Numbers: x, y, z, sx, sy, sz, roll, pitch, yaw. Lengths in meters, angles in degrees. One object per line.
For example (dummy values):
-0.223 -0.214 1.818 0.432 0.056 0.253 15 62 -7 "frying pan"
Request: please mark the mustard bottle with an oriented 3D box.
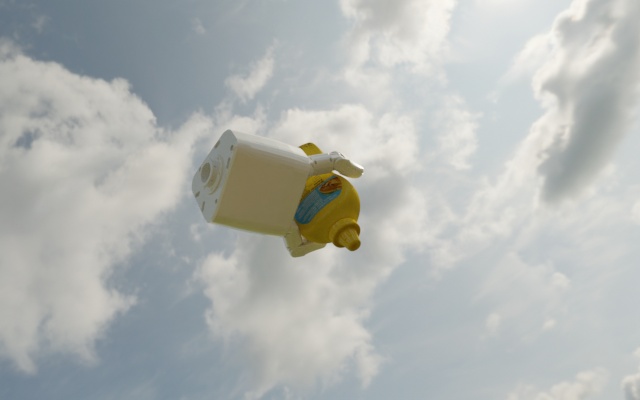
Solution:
0.000 0.002 0.654 0.058 0.096 0.191 45 5 -45 "mustard bottle"
